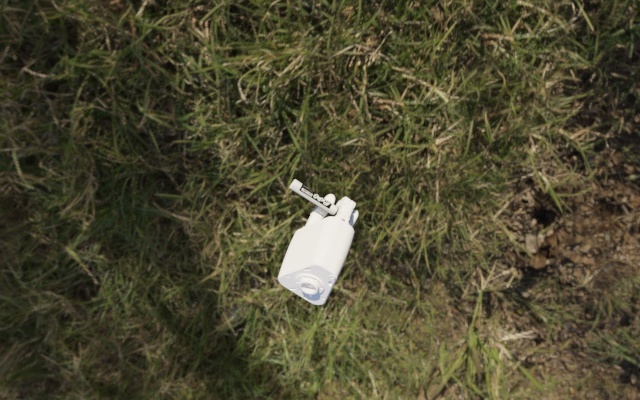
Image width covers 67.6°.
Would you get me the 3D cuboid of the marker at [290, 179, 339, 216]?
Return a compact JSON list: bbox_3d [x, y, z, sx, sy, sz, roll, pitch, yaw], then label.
[{"bbox_3d":[0.000,0.003,0.849,0.121,0.020,0.020,33,-7,-10],"label":"marker"}]
